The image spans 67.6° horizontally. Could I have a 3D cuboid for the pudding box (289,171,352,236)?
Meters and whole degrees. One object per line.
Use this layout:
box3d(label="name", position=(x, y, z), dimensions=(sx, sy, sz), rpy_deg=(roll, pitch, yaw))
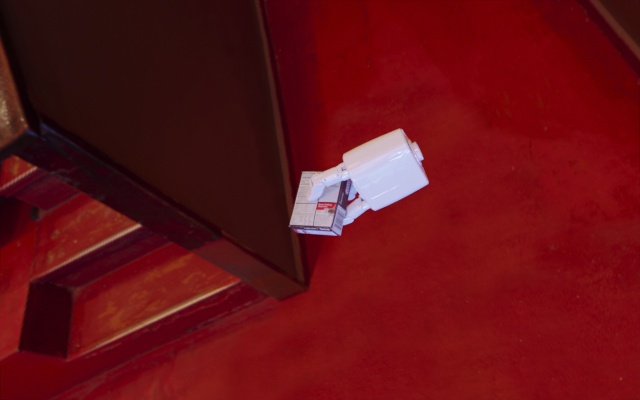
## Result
box3d(label="pudding box", position=(0.000, 0.003, 0.848), dimensions=(0.090, 0.113, 0.039), rpy_deg=(1, -24, 30))
